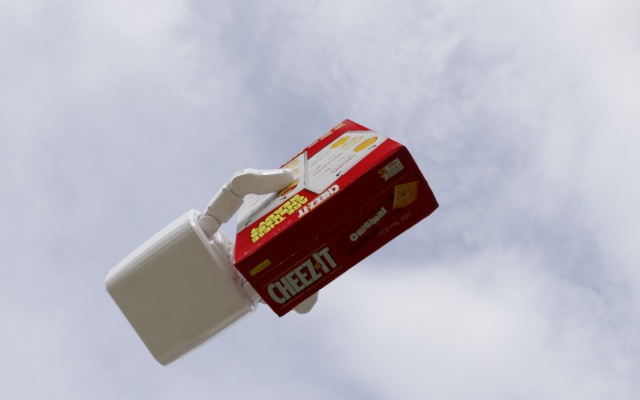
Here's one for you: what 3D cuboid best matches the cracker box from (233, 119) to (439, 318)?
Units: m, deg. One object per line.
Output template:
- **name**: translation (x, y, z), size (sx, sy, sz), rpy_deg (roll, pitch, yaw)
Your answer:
- **cracker box**: translation (0.000, 0.001, 0.476), size (0.164, 0.072, 0.213), rpy_deg (-36, 17, 2)
